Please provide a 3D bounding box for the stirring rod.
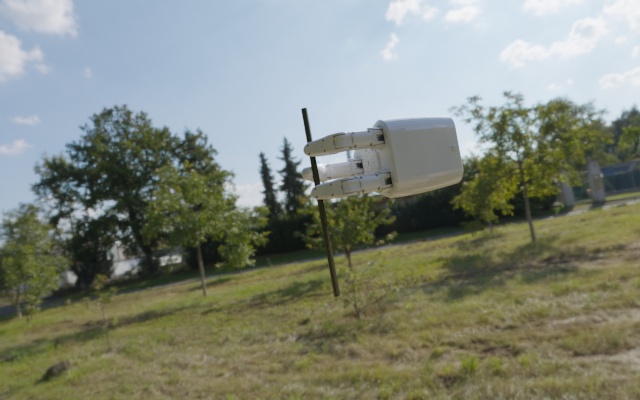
[{"bbox_3d":[0.000,0.002,0.603,0.011,0.239,0.011,-10,-1,0],"label":"stirring rod"}]
